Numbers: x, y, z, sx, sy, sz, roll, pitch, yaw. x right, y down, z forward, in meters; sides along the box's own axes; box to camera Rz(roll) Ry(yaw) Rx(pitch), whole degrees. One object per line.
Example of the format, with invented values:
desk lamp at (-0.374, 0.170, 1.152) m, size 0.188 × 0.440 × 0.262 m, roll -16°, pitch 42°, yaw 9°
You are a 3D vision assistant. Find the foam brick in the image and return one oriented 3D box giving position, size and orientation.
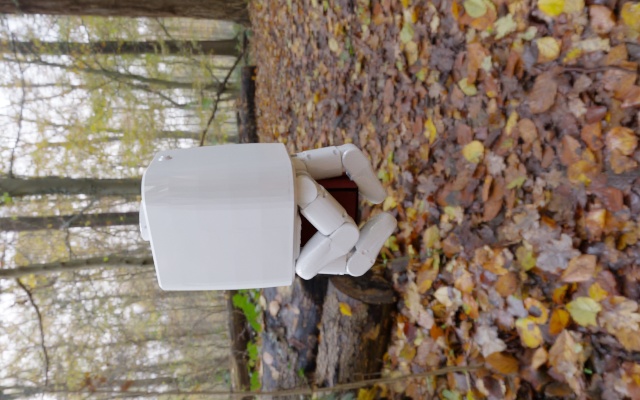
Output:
foam brick at (0.000, 0.001, 0.425) m, size 0.051 × 0.053 × 0.078 m, roll -3°, pitch 20°, yaw -9°
